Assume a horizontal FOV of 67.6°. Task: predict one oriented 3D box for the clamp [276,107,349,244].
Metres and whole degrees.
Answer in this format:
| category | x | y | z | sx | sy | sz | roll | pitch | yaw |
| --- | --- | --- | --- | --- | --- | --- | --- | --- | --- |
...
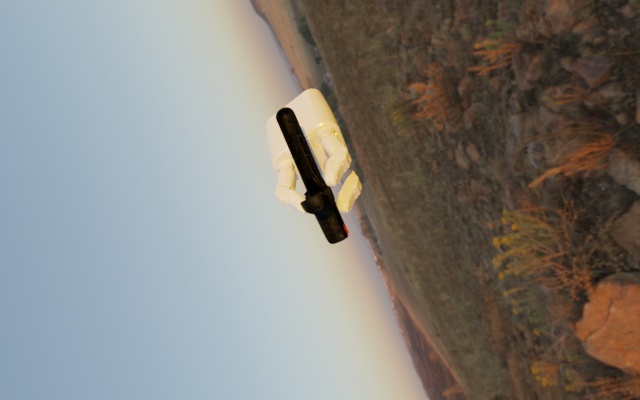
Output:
| category | x | y | z | sx | sy | sz | roll | pitch | yaw |
| --- | --- | --- | --- | --- | --- | --- | --- | --- | --- |
| clamp | -0.001 | 0.003 | 0.618 | 0.036 | 0.164 | 0.210 | -21 | -46 | 5 |
